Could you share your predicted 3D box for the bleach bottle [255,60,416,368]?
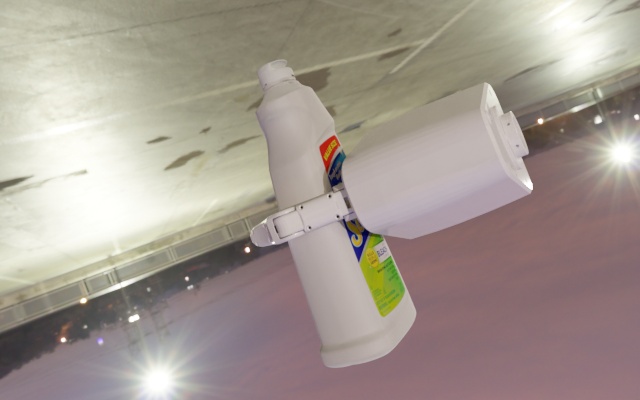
[{"bbox_3d":[0.000,0.001,0.406,0.068,0.251,0.102,-23,-2,29],"label":"bleach bottle"}]
